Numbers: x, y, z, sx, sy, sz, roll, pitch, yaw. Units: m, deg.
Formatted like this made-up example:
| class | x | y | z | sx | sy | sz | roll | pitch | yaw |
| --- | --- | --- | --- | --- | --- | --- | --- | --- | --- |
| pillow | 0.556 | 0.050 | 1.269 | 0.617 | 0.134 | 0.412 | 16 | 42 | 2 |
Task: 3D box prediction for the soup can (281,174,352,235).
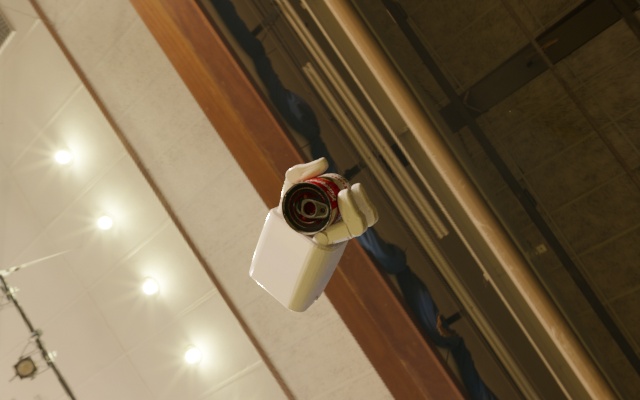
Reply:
| class | x | y | z | sx | sy | sz | roll | pitch | yaw |
| --- | --- | --- | --- | --- | --- | --- | --- | --- | --- |
| soup can | 0.000 | 0.002 | 0.642 | 0.068 | 0.068 | 0.102 | 0 | 10 | 22 |
